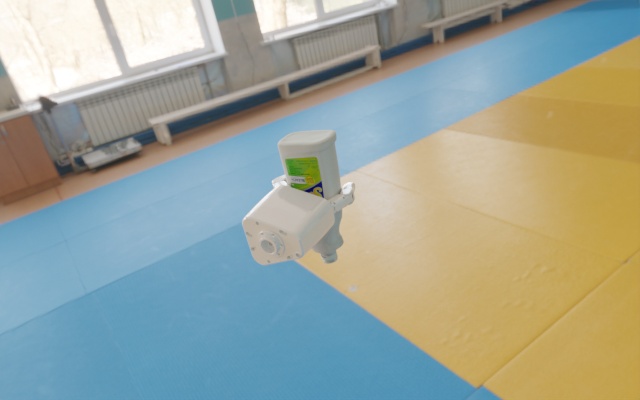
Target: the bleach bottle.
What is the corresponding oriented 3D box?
[{"bbox_3d":[0.000,0.003,0.856,0.102,0.251,0.068,2,29,29],"label":"bleach bottle"}]
